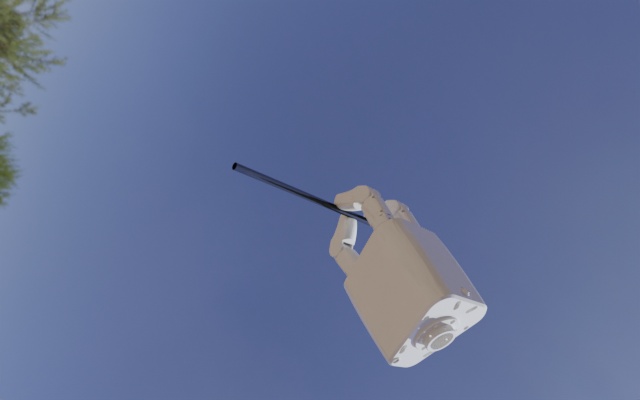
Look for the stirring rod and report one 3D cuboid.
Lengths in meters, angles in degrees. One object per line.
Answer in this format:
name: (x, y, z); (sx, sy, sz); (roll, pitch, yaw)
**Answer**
stirring rod: (0.000, 0.002, 0.548); (0.239, 0.011, 0.011); (23, -15, -40)
